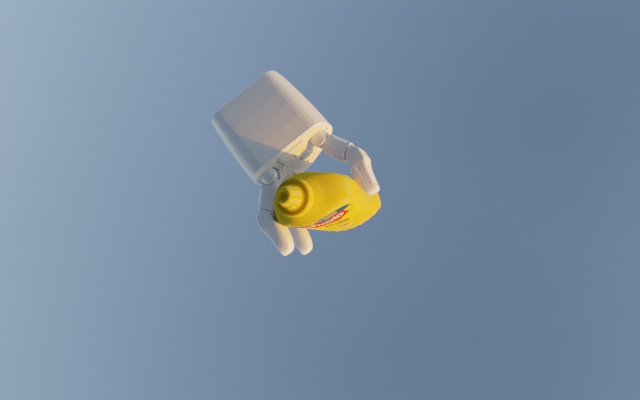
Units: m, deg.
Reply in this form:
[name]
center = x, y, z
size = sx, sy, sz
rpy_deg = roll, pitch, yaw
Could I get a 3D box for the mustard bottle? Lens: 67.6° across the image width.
[mustard bottle]
center = 0.000, 0.002, 0.564
size = 0.096, 0.058, 0.191
rpy_deg = -20, -12, 21
